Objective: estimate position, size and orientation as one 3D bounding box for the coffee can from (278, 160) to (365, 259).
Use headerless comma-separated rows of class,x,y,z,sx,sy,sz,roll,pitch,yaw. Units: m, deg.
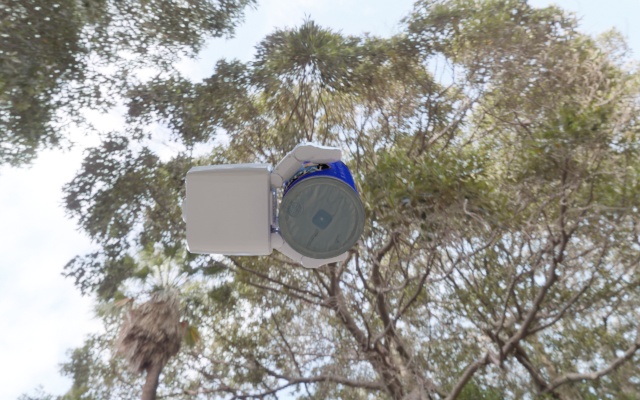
coffee can,0.000,0.002,0.625,0.103,0.103,0.140,0,17,-1
